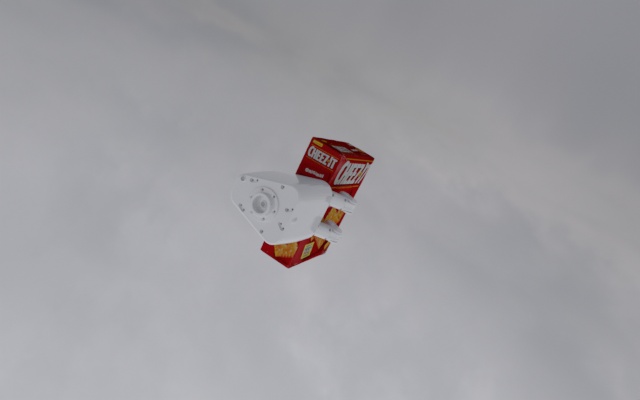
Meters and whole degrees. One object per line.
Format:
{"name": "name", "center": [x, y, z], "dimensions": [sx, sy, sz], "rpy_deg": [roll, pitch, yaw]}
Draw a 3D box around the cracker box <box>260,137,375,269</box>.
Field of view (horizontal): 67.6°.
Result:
{"name": "cracker box", "center": [0.000, 0.003, 0.841], "dimensions": [0.072, 0.214, 0.164], "rpy_deg": [32, 15, 19]}
